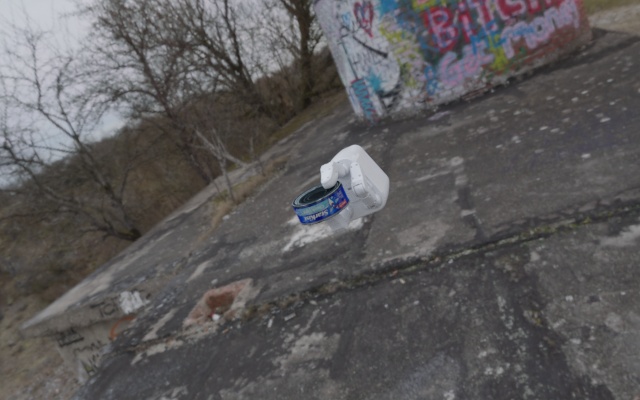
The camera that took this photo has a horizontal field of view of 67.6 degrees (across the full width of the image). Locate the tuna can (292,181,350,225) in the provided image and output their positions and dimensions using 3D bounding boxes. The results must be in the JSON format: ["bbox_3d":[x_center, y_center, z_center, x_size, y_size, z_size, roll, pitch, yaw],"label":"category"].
[{"bbox_3d":[0.000,0.002,0.740,0.086,0.034,0.086,-23,17,7],"label":"tuna can"}]
